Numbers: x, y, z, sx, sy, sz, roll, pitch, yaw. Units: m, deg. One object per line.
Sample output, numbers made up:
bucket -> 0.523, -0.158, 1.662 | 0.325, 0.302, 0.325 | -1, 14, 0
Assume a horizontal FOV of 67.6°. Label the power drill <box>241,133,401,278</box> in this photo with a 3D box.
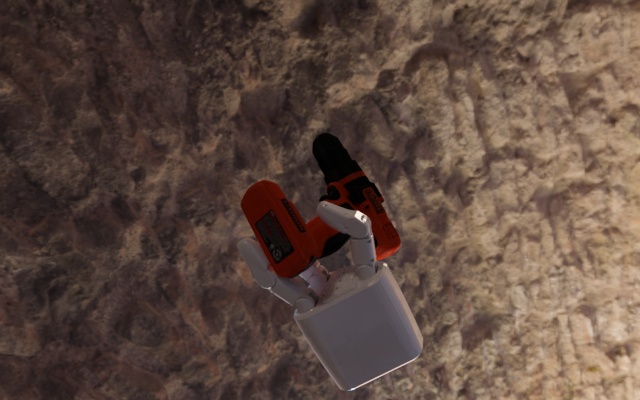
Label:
power drill -> 0.000, 0.002, 0.569 | 0.187, 0.184, 0.057 | -16, -21, -47
